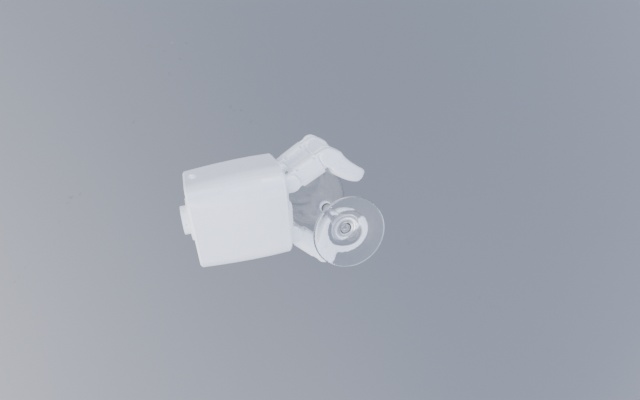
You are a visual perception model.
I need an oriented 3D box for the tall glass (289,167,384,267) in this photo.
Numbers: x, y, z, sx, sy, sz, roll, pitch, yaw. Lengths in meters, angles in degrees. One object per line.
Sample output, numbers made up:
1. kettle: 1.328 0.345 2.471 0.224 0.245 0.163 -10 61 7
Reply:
1. tall glass: 0.000 0.002 0.559 0.079 0.079 0.201 0 18 -17
